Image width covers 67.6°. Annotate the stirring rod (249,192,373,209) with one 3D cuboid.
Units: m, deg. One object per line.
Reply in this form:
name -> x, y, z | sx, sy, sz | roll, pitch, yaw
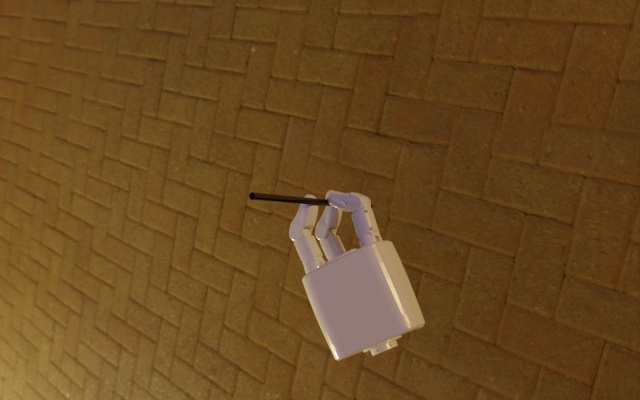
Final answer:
stirring rod -> 0.000, 0.002, 0.596 | 0.011, 0.011, 0.239 | 0, -3, 37
